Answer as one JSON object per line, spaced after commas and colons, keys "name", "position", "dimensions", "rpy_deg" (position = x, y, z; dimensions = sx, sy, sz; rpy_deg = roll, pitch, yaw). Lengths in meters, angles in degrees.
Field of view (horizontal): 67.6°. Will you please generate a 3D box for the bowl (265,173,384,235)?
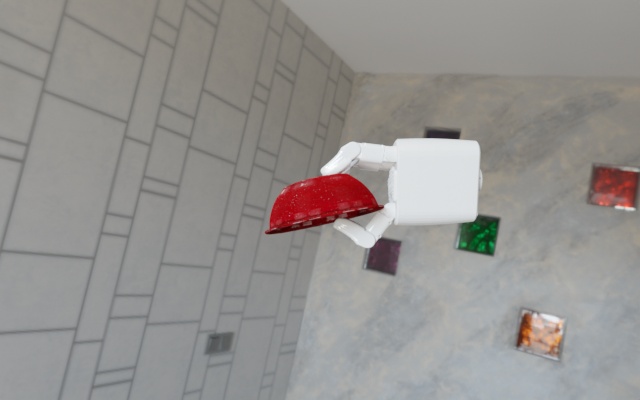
{"name": "bowl", "position": [-0.001, 0.002, 0.634], "dimensions": [0.162, 0.055, 0.162], "rpy_deg": [-13, -6, -1]}
